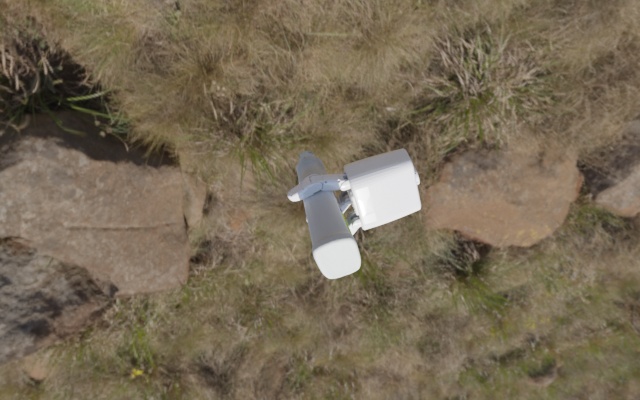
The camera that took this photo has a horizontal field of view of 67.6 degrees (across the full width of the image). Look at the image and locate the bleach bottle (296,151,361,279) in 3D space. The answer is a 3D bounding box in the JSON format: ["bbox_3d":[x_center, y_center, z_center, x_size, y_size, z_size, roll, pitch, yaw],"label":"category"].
[{"bbox_3d":[0.000,0.003,0.807,0.068,0.250,0.103,-19,-41,2],"label":"bleach bottle"}]
